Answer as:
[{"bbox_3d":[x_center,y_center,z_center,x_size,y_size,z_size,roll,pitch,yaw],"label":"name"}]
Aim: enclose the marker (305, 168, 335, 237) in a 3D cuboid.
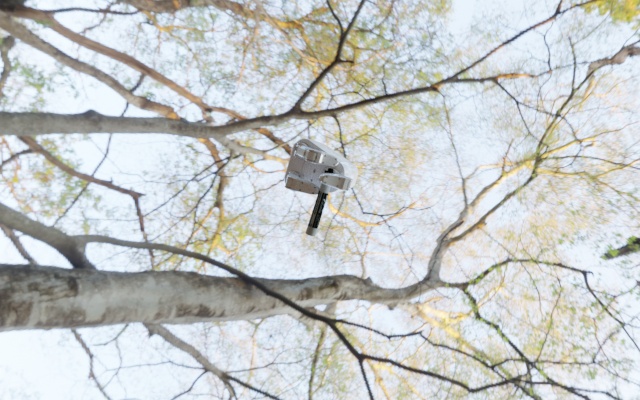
[{"bbox_3d":[0.000,0.003,0.820,0.020,0.121,0.020,17,10,-3],"label":"marker"}]
